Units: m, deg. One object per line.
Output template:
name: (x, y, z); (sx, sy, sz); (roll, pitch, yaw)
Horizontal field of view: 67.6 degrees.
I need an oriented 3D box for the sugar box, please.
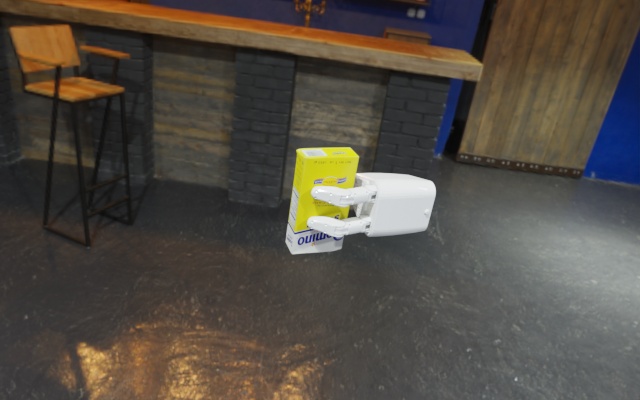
sugar box: (0.000, 0.003, 0.776); (0.093, 0.176, 0.048); (-3, 28, -21)
